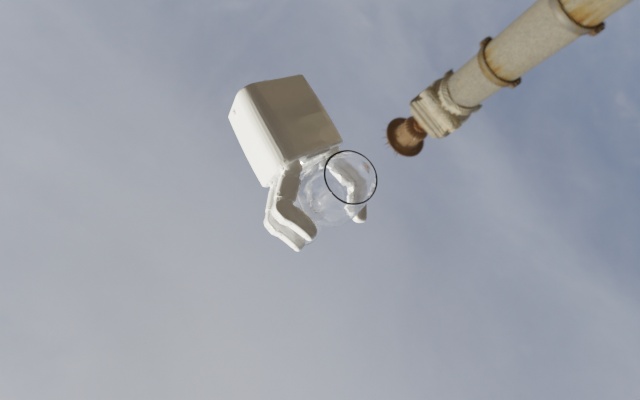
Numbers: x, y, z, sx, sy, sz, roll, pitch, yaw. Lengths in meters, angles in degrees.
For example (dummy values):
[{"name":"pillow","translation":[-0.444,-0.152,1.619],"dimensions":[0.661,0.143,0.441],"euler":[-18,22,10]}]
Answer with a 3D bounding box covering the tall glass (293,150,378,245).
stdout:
[{"name":"tall glass","translation":[0.000,0.002,0.595],"dimensions":[0.079,0.079,0.201],"euler":[0,-16,-20]}]
